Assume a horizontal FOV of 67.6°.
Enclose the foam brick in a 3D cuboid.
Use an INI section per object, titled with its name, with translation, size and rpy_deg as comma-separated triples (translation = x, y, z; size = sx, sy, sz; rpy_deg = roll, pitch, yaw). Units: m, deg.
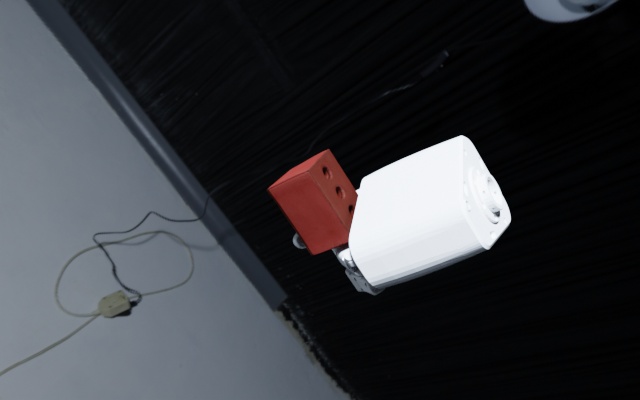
[foam brick]
translation = 0.000, 0.001, 0.447
size = 0.051, 0.078, 0.053
rpy_deg = -26, 14, 34
